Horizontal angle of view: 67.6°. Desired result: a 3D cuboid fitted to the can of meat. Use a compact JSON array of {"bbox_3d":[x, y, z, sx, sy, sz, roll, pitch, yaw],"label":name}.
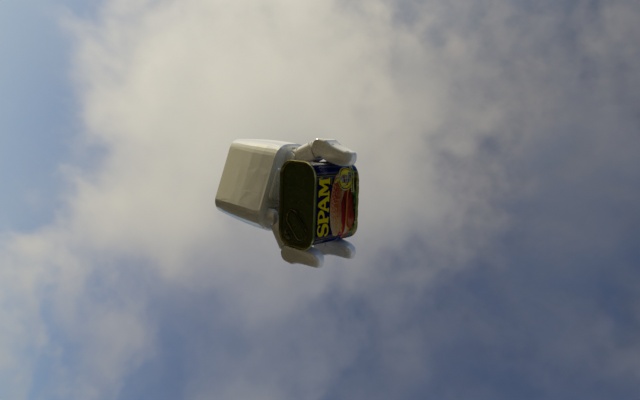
[{"bbox_3d":[0.000,0.002,0.573,0.057,0.102,0.084,11,12,42],"label":"can of meat"}]
